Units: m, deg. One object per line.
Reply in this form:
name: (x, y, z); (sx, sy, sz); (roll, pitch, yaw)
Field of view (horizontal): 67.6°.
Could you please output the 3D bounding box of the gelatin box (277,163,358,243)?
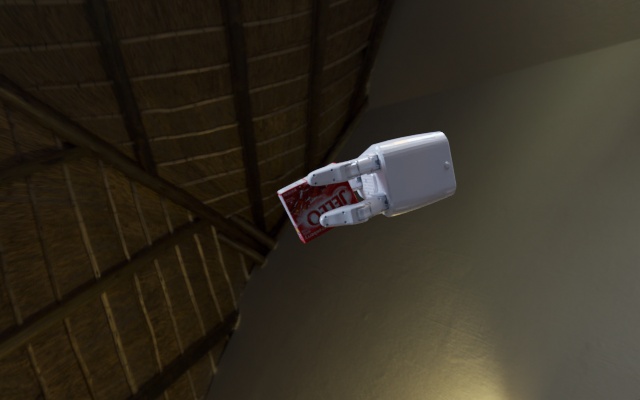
gelatin box: (0.000, 0.002, 0.621); (0.089, 0.073, 0.030); (-28, 12, -10)
